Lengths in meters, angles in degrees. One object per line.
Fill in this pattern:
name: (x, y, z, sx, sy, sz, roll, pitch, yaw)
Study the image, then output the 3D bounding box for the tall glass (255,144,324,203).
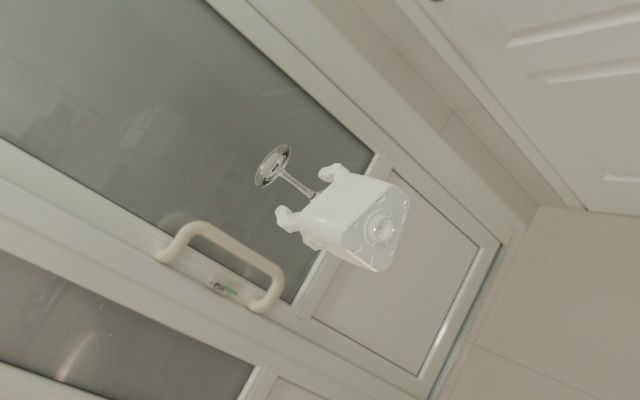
tall glass: (0.000, 0.002, 0.725, 0.201, 0.079, 0.079, 37, -21, -30)
